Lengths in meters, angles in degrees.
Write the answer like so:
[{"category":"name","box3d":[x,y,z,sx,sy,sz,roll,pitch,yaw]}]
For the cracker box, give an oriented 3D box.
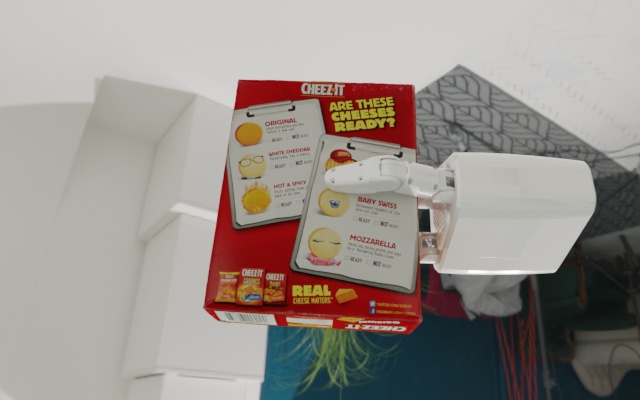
[{"category":"cracker box","box3d":[0.000,0.001,0.419,0.164,0.213,0.072,2,-25,2]}]
